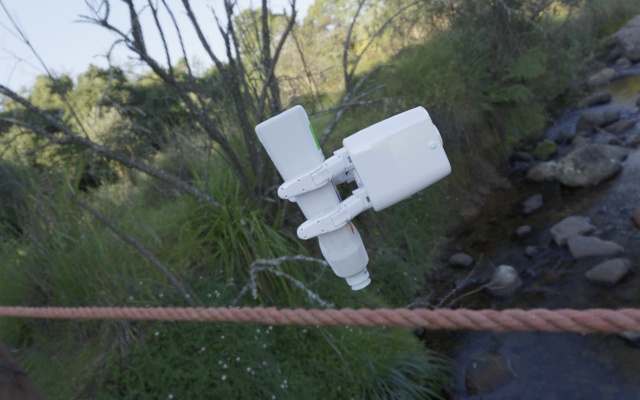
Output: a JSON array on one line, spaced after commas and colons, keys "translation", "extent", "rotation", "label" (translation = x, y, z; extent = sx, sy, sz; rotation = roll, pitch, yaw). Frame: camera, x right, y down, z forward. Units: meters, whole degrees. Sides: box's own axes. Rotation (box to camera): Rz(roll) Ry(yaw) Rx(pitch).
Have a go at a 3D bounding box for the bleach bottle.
[{"translation": [0.000, 0.002, 0.630], "extent": [0.068, 0.251, 0.102], "rotation": [-26, 12, 2], "label": "bleach bottle"}]
